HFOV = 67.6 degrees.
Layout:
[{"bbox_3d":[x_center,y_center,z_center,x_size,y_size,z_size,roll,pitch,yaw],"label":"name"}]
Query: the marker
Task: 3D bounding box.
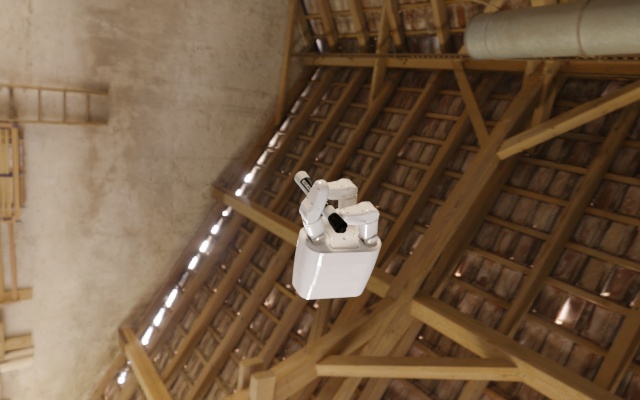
[{"bbox_3d":[0.000,0.002,0.636,0.020,0.020,0.121,0,37,-37],"label":"marker"}]
